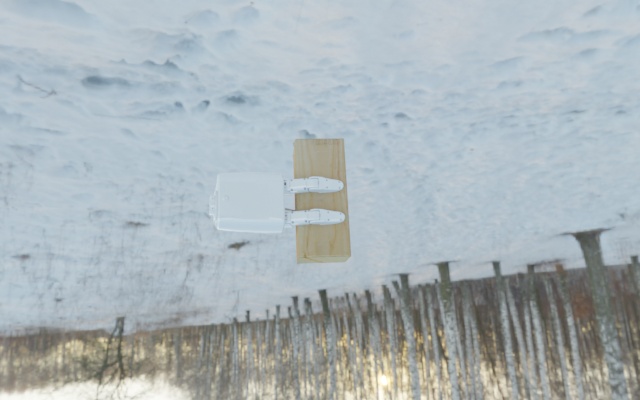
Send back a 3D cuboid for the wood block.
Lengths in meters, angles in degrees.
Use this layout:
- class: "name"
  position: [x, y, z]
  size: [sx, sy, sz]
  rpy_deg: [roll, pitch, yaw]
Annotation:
- class: "wood block"
  position: [0.000, 0.003, 0.844]
  size: [0.090, 0.206, 0.091]
  rpy_deg: [-1, -14, -5]
